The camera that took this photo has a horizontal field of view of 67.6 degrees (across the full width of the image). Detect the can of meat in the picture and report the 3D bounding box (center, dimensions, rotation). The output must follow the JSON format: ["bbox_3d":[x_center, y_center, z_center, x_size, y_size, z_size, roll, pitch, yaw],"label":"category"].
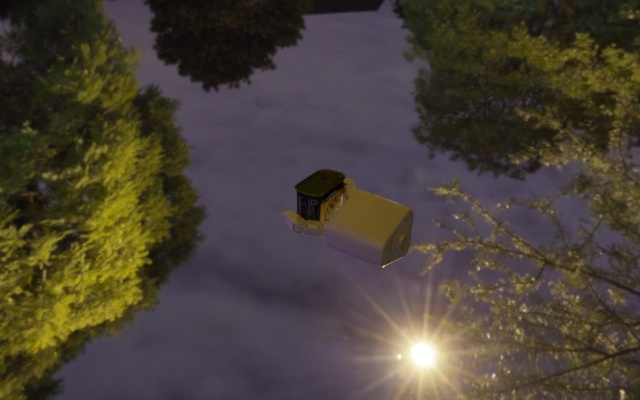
[{"bbox_3d":[0.000,0.003,0.848,0.057,0.084,0.102,17,33,28],"label":"can of meat"}]
